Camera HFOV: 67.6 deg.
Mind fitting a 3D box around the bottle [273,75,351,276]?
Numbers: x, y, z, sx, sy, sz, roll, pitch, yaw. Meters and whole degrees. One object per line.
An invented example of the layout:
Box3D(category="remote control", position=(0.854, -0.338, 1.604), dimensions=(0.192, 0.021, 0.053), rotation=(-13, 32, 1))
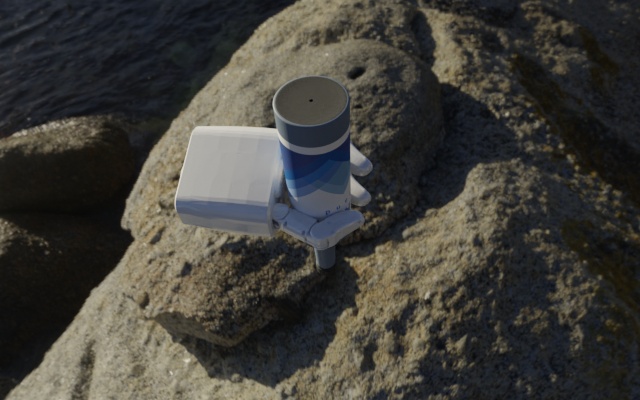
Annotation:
Box3D(category="bottle", position=(0.000, 0.002, 0.526), dimensions=(0.069, 0.069, 0.296), rotation=(0, -37, 4))
